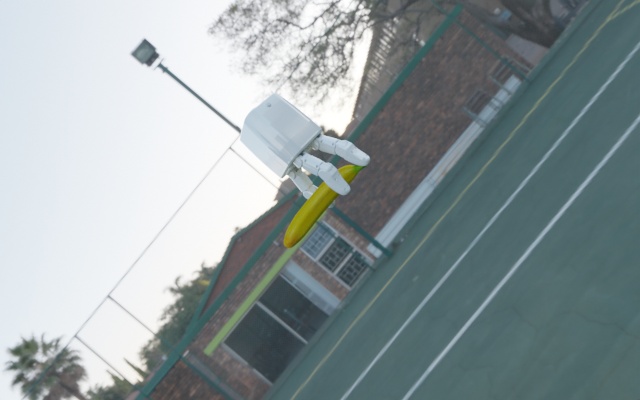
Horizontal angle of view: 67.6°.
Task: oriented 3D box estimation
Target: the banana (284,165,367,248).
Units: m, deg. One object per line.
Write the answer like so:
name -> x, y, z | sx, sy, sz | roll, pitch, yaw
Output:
banana -> -0.001, 0.003, 0.816 | 0.037, 0.197, 0.069 | 42, -13, -2
